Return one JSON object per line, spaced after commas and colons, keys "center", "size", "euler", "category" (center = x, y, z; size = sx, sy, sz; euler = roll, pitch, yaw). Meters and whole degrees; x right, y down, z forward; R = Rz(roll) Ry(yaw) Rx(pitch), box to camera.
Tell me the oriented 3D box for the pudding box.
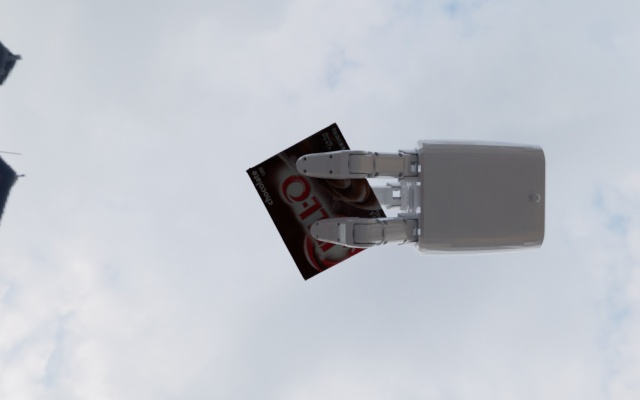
{"center": [0.000, 0.001, 0.428], "size": [0.090, 0.113, 0.039], "euler": [-28, 0, 1], "category": "pudding box"}
